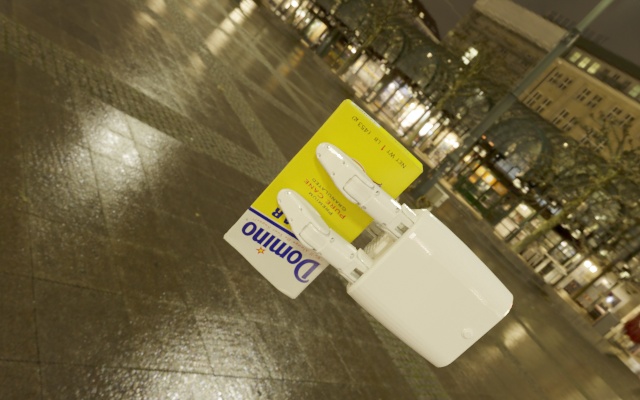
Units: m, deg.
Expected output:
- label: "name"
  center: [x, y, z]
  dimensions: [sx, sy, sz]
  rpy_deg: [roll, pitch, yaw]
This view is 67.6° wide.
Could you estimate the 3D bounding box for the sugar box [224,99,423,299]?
- label: "sugar box"
  center: [0.000, 0.002, 0.445]
  dimensions: [0.093, 0.176, 0.048]
  rpy_deg: [42, 14, -1]
